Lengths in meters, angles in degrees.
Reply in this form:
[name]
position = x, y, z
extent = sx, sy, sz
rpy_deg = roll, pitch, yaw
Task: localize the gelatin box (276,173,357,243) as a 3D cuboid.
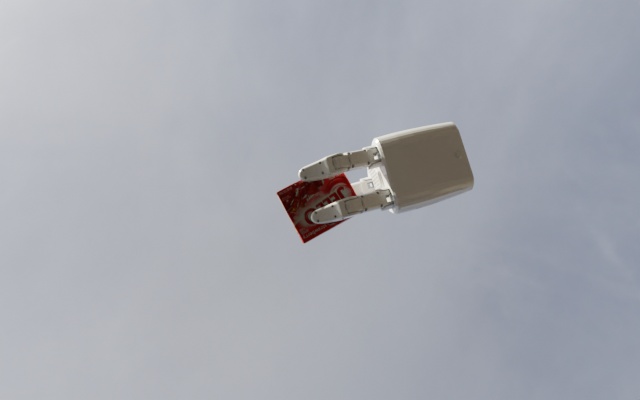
[gelatin box]
position = 0.000, 0.002, 0.604
extent = 0.089, 0.073, 0.030
rpy_deg = -29, -5, -4
